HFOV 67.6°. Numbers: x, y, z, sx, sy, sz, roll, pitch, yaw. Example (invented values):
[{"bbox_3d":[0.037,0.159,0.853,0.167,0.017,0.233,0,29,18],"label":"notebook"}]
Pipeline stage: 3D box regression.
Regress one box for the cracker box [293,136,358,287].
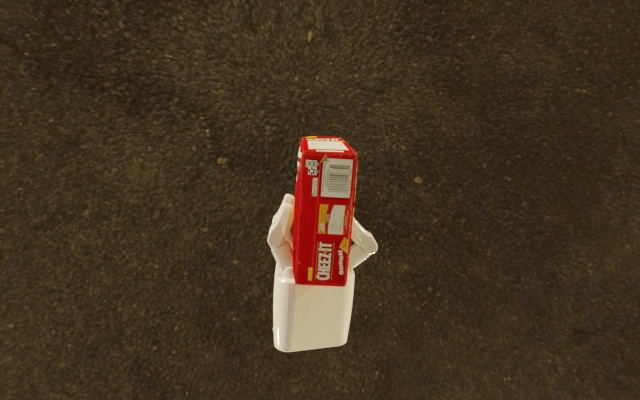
[{"bbox_3d":[0.000,0.002,0.655,0.072,0.164,0.213,3,12,-3],"label":"cracker box"}]
